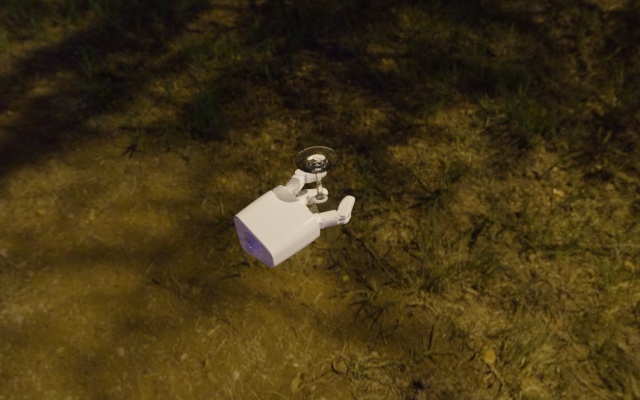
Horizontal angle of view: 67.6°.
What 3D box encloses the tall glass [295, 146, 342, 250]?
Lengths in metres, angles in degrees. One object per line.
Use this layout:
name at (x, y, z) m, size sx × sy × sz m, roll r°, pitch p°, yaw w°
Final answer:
tall glass at (0.000, 0.002, 0.882) m, size 0.079 × 0.201 × 0.079 m, roll -3°, pitch 43°, yaw 3°
